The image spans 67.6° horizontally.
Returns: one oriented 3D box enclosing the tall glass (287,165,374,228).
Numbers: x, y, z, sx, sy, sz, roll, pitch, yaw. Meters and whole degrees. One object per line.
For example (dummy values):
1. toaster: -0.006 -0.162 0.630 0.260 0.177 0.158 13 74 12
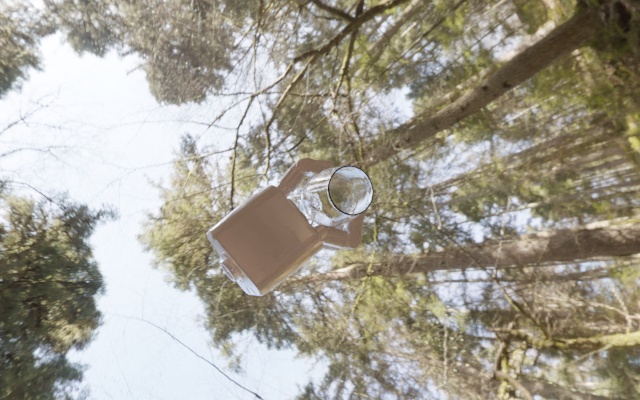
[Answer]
1. tall glass: 0.000 0.002 0.667 0.079 0.079 0.201 0 -9 -23
